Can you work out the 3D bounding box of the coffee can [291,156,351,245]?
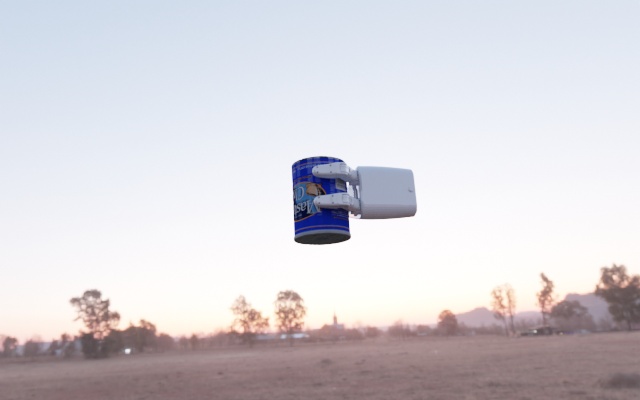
[{"bbox_3d":[0.000,0.003,0.865,0.103,0.140,0.103,-3,-16,-1],"label":"coffee can"}]
